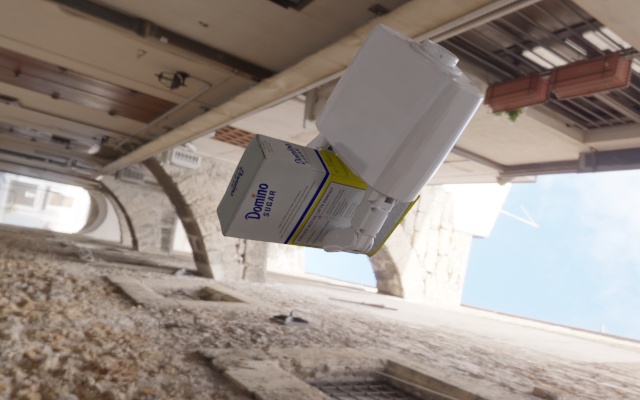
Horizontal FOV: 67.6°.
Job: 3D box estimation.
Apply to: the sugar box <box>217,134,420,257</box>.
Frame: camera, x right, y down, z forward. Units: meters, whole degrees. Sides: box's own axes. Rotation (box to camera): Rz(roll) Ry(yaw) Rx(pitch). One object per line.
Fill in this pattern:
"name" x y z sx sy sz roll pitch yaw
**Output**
"sugar box" 0.000 0.001 0.461 0.176 0.093 0.048 14 33 -31
